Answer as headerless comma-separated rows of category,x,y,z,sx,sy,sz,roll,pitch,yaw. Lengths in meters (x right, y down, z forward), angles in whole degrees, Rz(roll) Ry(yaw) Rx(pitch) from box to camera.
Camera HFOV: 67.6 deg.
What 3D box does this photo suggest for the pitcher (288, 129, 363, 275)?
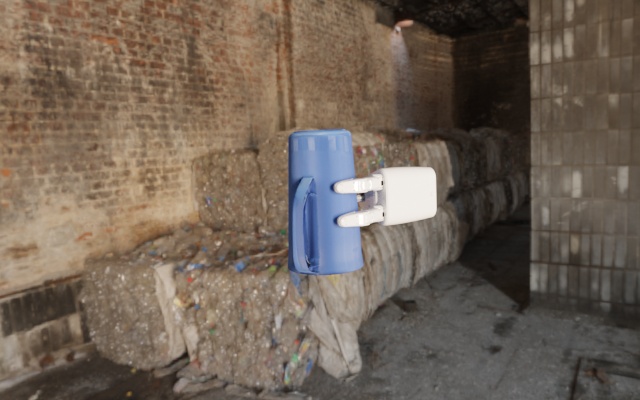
pitcher,0.000,0.003,0.818,0.145,0.243,0.149,-5,7,-20
